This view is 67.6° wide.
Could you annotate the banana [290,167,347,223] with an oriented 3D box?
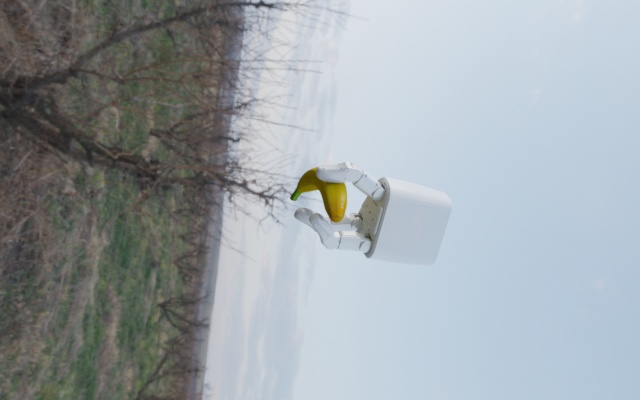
[{"bbox_3d":[0.004,-0.016,0.701,0.037,0.069,0.198,16,3,-20],"label":"banana"}]
